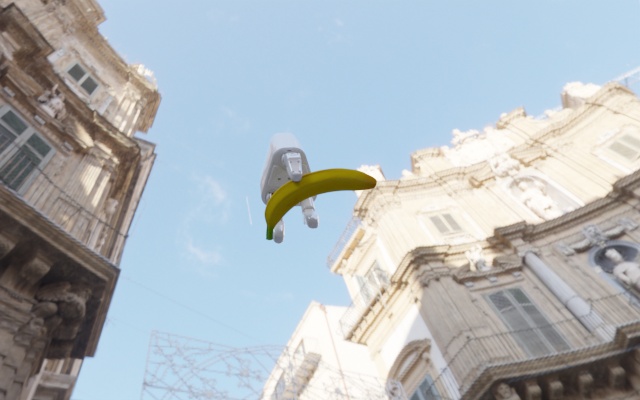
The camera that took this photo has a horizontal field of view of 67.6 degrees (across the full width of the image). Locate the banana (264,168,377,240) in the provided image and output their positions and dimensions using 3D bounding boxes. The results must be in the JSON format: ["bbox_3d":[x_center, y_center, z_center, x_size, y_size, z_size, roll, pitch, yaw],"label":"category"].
[{"bbox_3d":[-0.011,-0.012,0.750,0.198,0.070,0.037,-26,22,1],"label":"banana"}]
